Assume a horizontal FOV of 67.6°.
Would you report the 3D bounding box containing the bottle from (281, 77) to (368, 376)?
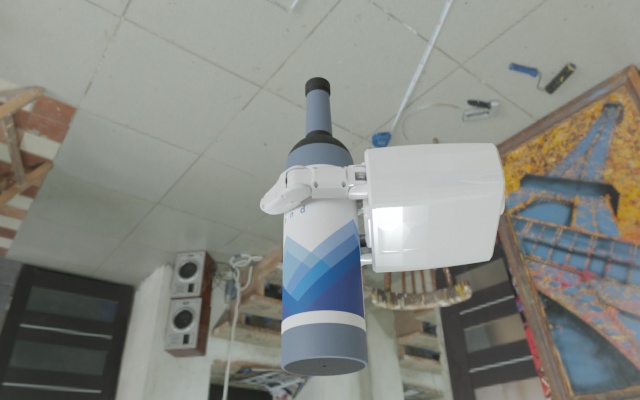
[{"bbox_3d":[0.000,0.002,0.439,0.069,0.295,0.069,-1,-31,-1],"label":"bottle"}]
